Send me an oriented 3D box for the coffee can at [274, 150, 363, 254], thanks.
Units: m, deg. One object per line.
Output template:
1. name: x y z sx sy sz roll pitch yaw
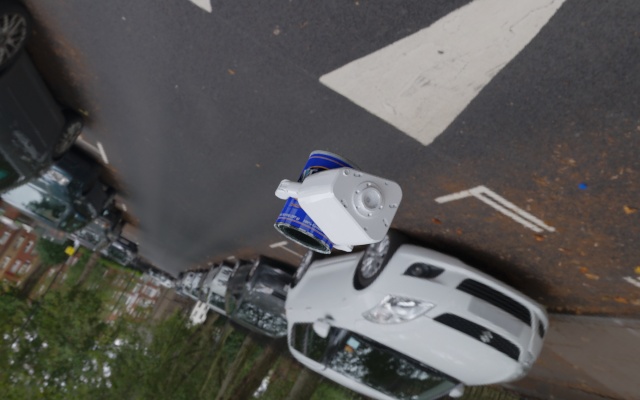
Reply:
1. coffee can: 0.000 0.002 0.792 0.103 0.140 0.103 24 -16 8
